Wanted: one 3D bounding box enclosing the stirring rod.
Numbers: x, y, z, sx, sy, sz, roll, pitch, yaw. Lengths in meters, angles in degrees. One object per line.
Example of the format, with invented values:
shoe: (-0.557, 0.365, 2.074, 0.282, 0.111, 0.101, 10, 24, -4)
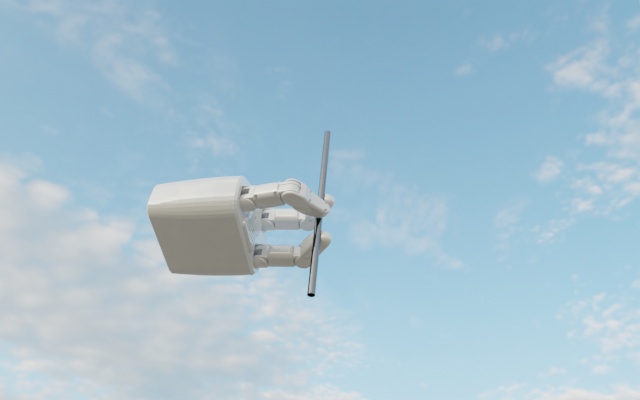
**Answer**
stirring rod: (0.000, 0.002, 0.542, 0.011, 0.239, 0.011, 3, -41, 3)
